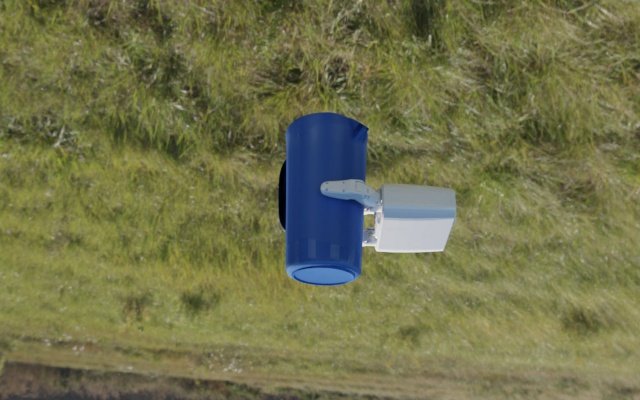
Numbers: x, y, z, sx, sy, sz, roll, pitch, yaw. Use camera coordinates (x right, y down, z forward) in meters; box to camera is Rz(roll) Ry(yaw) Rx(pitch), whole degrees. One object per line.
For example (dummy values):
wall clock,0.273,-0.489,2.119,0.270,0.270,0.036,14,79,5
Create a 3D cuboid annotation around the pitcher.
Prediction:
pitcher,0.000,0.002,0.732,0.145,0.242,0.149,2,-26,0
